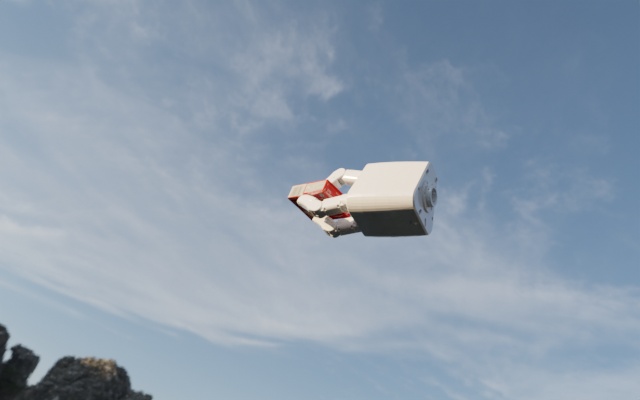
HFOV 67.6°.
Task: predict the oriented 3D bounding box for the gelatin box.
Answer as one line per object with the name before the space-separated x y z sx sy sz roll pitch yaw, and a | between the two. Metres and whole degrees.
gelatin box | 0.000 0.002 0.802 0.089 0.030 0.073 -8 -42 44
